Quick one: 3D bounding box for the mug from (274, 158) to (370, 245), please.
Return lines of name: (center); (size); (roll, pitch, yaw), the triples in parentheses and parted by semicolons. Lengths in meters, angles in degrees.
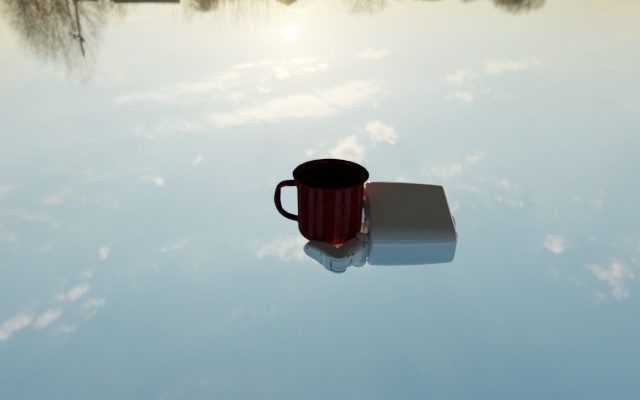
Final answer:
mug: (-0.001, 0.002, 0.594); (0.117, 0.081, 0.093); (1, 28, 1)
